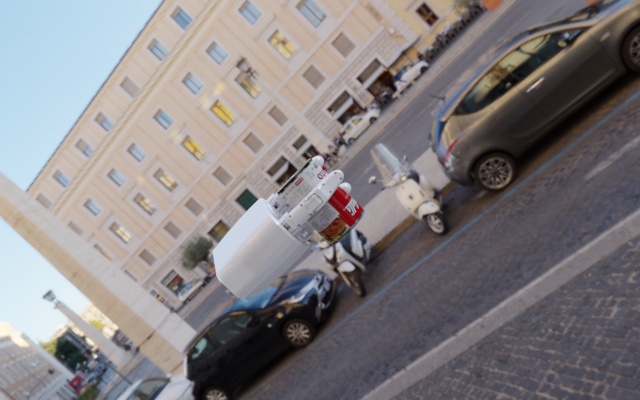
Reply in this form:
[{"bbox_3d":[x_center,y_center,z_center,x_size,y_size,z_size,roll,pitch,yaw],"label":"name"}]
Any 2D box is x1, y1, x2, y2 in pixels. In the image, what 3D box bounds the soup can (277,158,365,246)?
[{"bbox_3d":[0.000,0.002,0.640,0.102,0.068,0.068,44,-6,-6],"label":"soup can"}]
